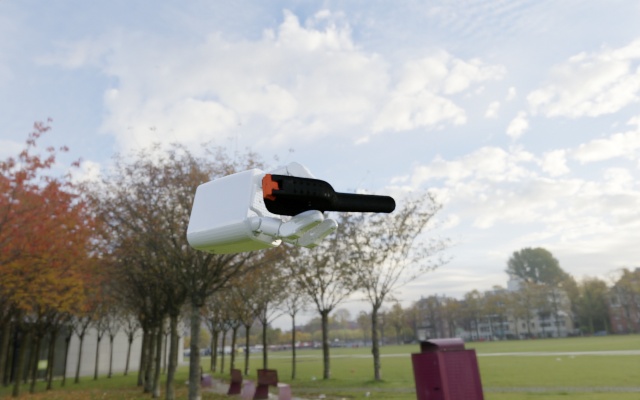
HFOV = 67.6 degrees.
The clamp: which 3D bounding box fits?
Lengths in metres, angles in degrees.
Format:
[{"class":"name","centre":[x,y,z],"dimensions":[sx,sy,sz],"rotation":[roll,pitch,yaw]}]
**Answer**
[{"class":"clamp","centre":[0.000,0.001,0.643],"dimensions":[0.164,0.036,0.210],"rotation":[-14,-20,22]}]
